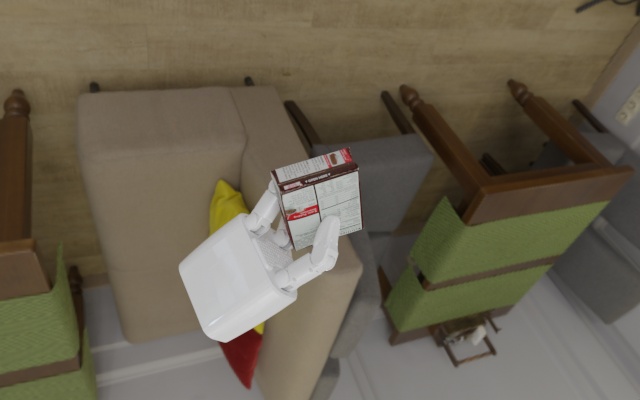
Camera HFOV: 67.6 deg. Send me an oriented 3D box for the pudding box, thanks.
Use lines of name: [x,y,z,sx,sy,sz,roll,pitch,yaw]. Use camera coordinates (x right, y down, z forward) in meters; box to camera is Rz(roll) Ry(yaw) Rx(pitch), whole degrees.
pudding box: [0.000,0.002,0.537,0.090,0.039,0.114,-18,-37,-7]
